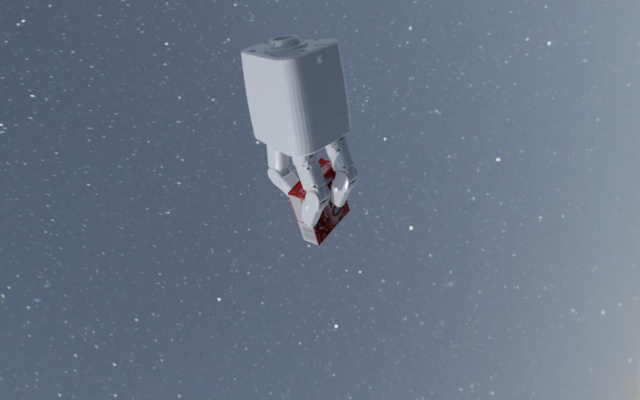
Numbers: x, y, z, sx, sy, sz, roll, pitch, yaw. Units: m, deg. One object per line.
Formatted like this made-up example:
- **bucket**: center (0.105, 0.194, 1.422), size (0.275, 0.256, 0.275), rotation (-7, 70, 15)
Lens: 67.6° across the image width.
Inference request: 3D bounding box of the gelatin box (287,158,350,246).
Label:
- **gelatin box**: center (0.000, 0.002, 0.619), size (0.030, 0.089, 0.073), rotation (19, 51, 34)
